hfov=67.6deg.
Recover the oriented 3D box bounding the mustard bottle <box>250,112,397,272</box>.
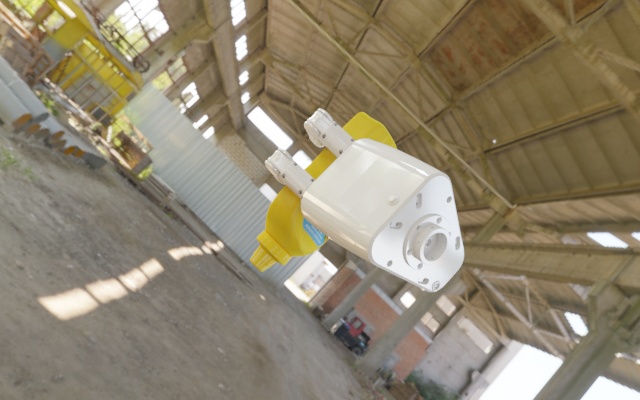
[{"bbox_3d":[0.000,0.001,0.508,0.058,0.191,0.096,40,-9,30],"label":"mustard bottle"}]
